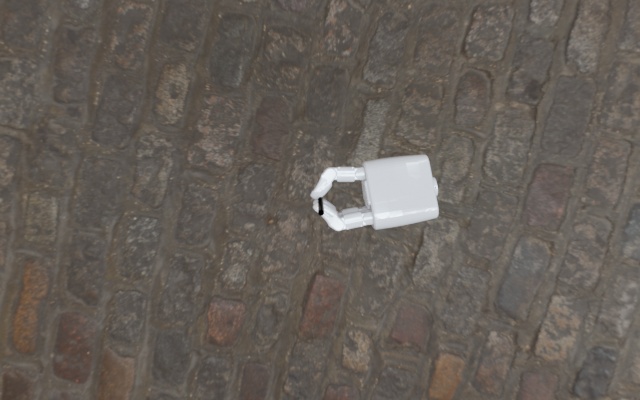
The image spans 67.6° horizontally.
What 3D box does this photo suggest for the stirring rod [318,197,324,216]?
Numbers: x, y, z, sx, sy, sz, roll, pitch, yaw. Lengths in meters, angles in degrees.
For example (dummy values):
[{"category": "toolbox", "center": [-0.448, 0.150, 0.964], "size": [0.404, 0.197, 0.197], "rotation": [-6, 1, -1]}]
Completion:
[{"category": "stirring rod", "center": [0.000, 0.002, 0.748], "size": [0.011, 0.011, 0.239], "rotation": [0, 7, 0]}]
